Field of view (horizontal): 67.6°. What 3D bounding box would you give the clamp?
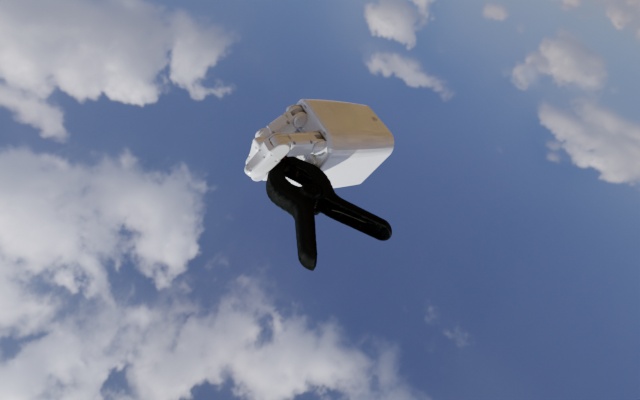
[{"bbox_3d":[0.000,0.002,0.548,0.120,0.039,0.171,-5,47,-33],"label":"clamp"}]
